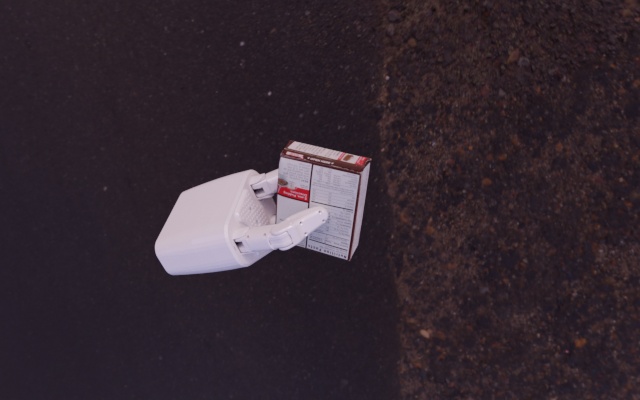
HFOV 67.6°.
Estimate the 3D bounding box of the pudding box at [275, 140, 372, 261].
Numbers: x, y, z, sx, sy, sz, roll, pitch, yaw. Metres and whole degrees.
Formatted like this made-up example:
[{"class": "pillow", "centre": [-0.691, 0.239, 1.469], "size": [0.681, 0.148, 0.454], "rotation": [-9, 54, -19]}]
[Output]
[{"class": "pudding box", "centre": [0.000, 0.002, 0.506], "size": [0.090, 0.114, 0.039], "rotation": [14, 34, 13]}]
